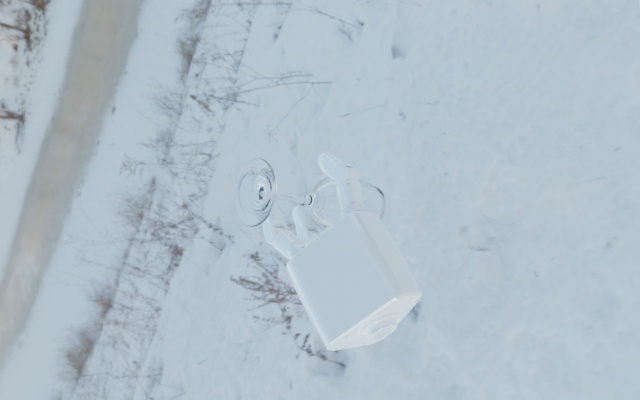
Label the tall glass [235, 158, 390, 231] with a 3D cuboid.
[{"bbox_3d":[0.000,0.002,0.581,0.201,0.079,0.079,8,-6,-44],"label":"tall glass"}]
